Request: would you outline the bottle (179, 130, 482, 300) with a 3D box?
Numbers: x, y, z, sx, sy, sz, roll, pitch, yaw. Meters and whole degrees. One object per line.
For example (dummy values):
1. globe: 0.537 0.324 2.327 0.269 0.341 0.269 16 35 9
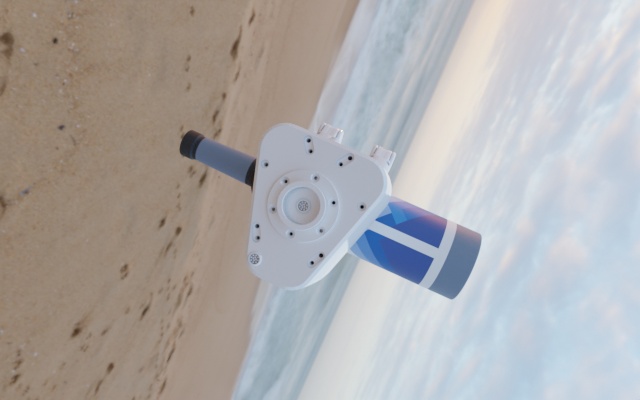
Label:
1. bottle: 0.000 0.002 0.457 0.295 0.069 0.069 24 3 7
